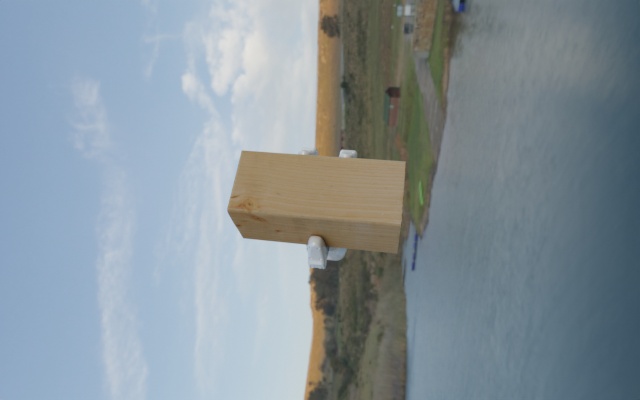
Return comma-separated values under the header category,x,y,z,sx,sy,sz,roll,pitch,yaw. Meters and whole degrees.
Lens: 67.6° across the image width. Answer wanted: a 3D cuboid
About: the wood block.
category,x,y,z,sx,sy,sz,roll,pitch,yaw
wood block,0.000,0.002,0.609,0.206,0.090,0.090,4,-27,8
